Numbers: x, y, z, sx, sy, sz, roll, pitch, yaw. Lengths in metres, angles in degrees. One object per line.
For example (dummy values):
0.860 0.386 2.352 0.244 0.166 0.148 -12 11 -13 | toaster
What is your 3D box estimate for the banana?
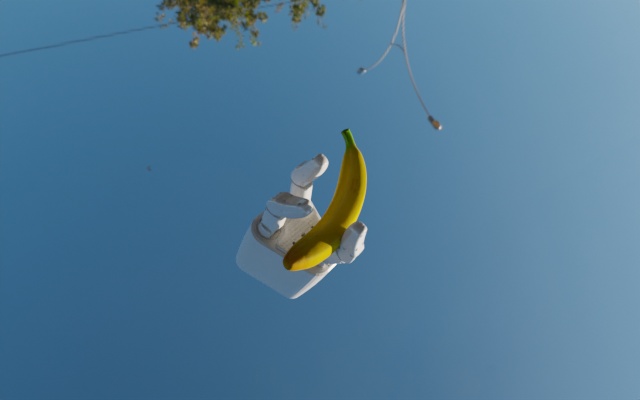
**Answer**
0.015 0.009 0.561 0.070 0.197 0.037 37 -33 -22 | banana
